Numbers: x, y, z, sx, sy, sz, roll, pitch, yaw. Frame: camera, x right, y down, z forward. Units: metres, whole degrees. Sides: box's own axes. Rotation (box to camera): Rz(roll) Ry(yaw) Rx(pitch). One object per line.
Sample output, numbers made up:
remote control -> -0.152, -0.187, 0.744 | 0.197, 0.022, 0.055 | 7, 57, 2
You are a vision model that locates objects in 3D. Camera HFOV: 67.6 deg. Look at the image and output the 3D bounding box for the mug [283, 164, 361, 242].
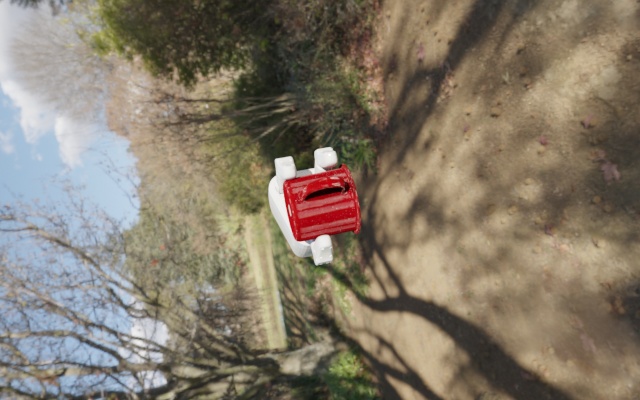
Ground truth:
mug -> 0.000, 0.002, 0.599 | 0.081, 0.093, 0.117 | -12, -18, -9
